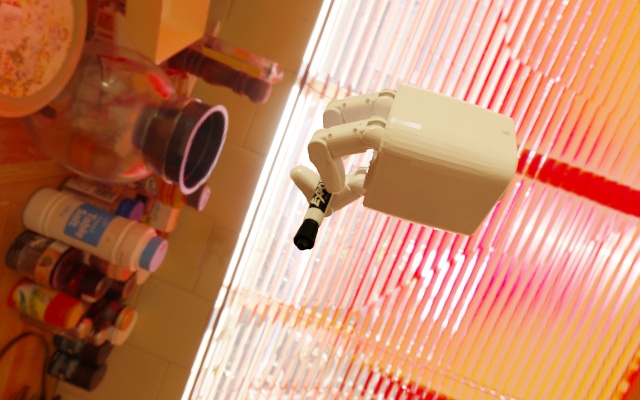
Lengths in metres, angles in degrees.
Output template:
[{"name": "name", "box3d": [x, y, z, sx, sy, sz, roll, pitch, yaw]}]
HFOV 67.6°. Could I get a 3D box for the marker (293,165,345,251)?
[{"name": "marker", "box3d": [0.000, 0.001, 0.434, 0.020, 0.020, 0.121, 0, 37, 19]}]
